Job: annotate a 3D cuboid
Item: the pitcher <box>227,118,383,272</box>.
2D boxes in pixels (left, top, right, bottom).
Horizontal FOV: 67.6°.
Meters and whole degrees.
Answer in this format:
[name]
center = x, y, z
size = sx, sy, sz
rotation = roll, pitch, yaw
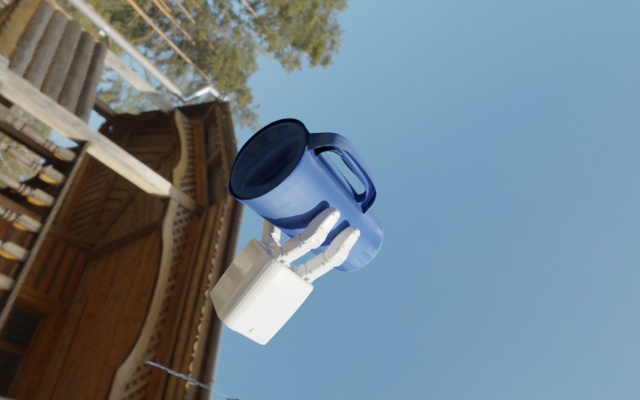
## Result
[pitcher]
center = 0.000, 0.002, 0.688
size = 0.149, 0.145, 0.243
rotation = 29, -11, 49
